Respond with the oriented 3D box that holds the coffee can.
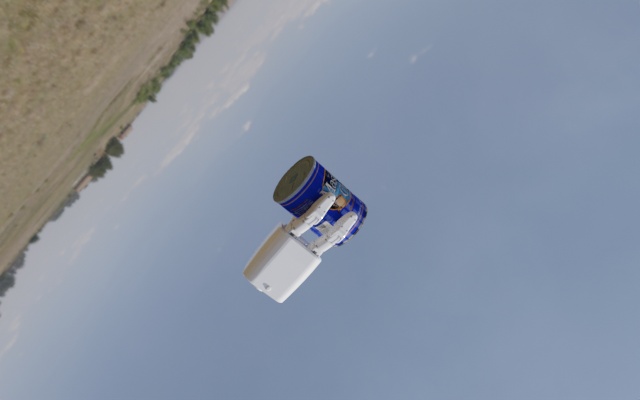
[{"bbox_3d":[0.000,0.003,0.858,0.140,0.102,0.103,41,-19,-23],"label":"coffee can"}]
